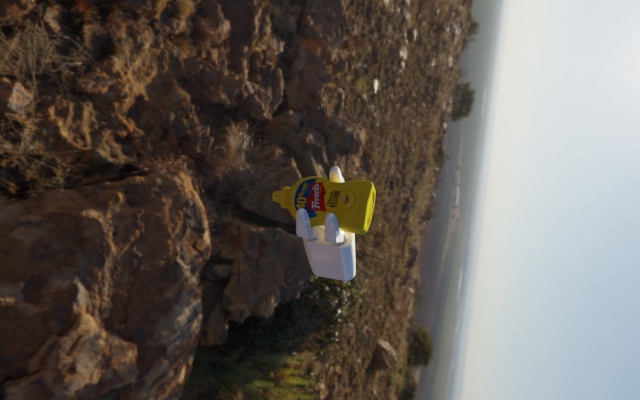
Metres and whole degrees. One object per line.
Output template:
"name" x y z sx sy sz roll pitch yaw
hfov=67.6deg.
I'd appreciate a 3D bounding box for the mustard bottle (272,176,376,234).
"mustard bottle" 0.000 0.003 0.886 0.191 0.096 0.058 7 -21 19
